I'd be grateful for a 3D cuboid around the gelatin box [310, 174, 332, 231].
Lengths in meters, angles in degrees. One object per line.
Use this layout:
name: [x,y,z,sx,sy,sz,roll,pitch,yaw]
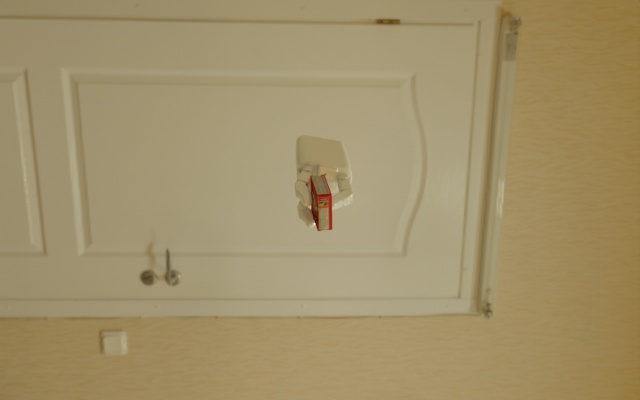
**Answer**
gelatin box: [0.001,0.003,0.873,0.030,0.073,0.089,-5,27,-8]
